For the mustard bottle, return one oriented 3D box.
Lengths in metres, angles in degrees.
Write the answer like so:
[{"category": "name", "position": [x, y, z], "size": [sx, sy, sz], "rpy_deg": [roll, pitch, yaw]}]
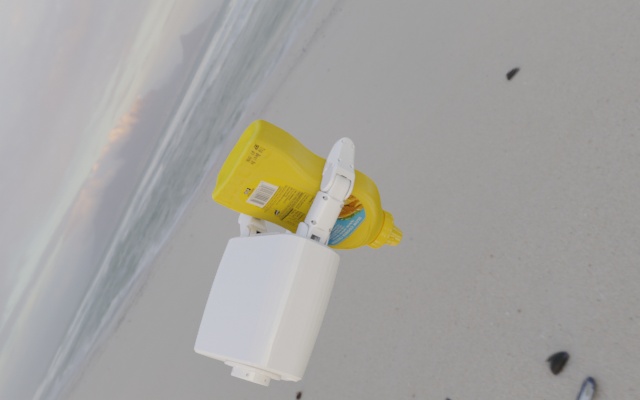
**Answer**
[{"category": "mustard bottle", "position": [0.000, 0.001, 0.465], "size": [0.192, 0.058, 0.096], "rpy_deg": [26, -48, -20]}]
